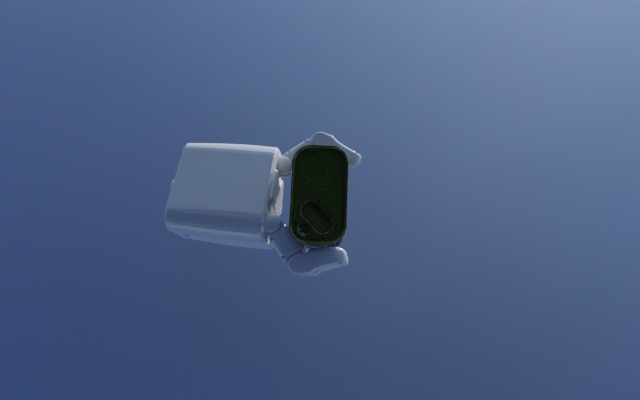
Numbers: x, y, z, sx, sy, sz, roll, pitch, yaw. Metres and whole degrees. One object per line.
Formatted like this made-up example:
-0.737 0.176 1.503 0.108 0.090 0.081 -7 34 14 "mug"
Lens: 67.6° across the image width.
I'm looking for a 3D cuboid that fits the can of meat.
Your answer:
0.000 0.002 0.516 0.057 0.102 0.084 2 -12 2 "can of meat"
